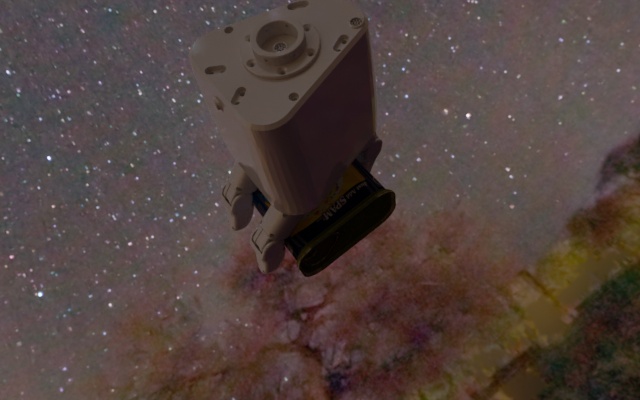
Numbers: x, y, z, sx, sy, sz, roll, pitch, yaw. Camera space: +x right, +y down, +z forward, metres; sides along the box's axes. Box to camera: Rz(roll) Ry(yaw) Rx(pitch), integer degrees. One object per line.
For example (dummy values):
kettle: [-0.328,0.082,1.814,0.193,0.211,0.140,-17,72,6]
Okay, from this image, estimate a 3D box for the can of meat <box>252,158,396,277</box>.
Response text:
can of meat: [0.000,0.001,0.420,0.102,0.084,0.057,-38,-25,-7]
